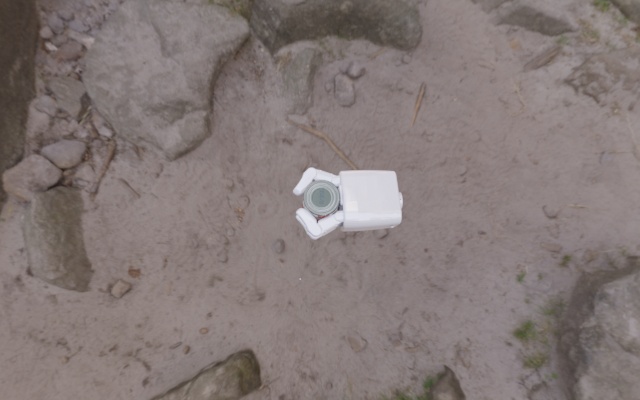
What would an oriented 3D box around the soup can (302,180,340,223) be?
[{"bbox_3d":[0.000,0.003,0.898,0.068,0.068,0.102,0,-9,-3],"label":"soup can"}]
